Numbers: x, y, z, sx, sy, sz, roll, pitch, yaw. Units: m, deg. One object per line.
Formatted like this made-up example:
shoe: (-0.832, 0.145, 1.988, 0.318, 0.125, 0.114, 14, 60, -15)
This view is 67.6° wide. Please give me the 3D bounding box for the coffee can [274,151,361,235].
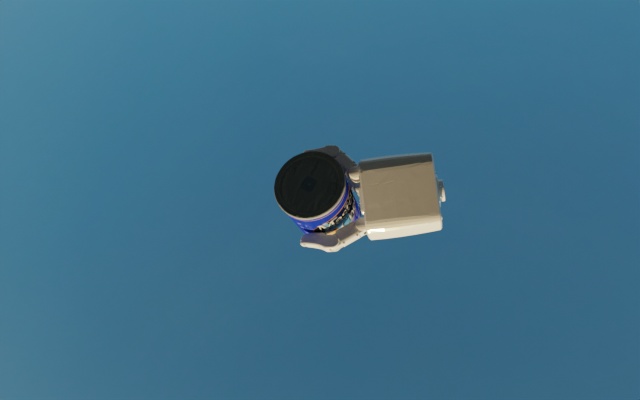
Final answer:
coffee can: (0.000, 0.002, 0.725, 0.103, 0.102, 0.140, 0, -21, 15)
